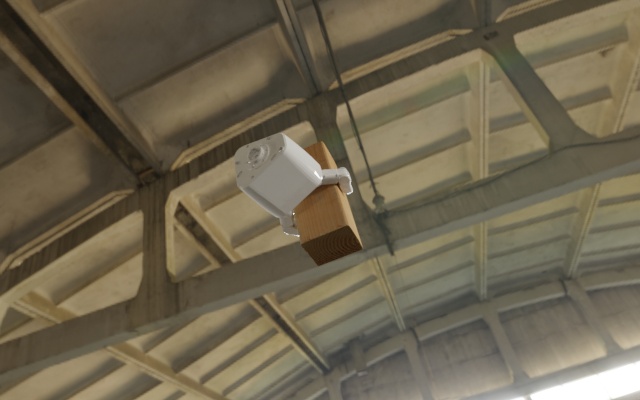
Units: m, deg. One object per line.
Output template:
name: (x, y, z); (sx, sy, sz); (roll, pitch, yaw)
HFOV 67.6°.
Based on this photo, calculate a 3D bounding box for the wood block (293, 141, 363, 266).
wood block: (0.000, 0.002, 0.885); (0.091, 0.206, 0.090); (-22, -39, 9)
